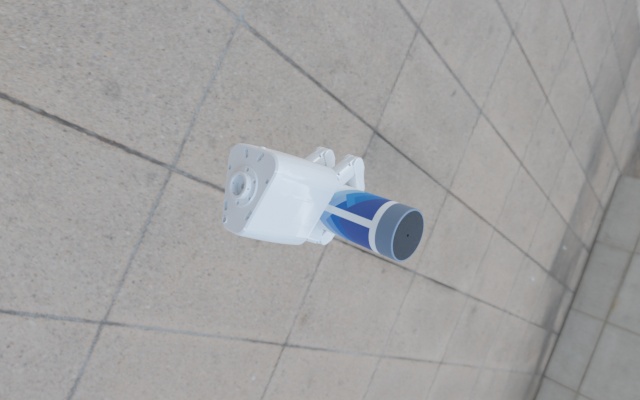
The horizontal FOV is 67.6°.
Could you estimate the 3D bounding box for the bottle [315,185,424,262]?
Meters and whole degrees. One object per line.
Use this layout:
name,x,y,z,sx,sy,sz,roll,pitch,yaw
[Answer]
bottle,0.000,0.002,0.660,0.295,0.069,0.069,21,14,41
